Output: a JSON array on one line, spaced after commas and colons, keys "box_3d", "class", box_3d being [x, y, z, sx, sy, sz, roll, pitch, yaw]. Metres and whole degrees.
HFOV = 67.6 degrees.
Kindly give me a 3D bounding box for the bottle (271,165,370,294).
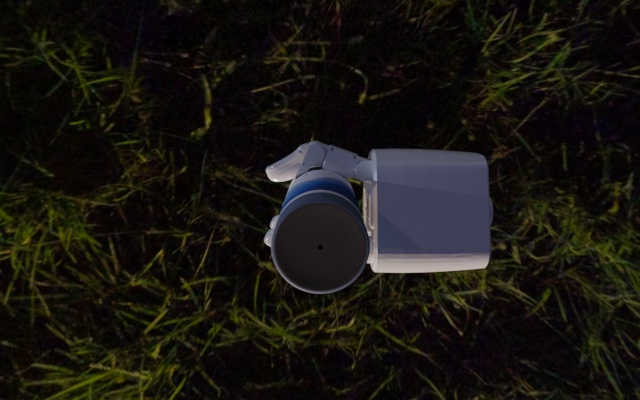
[{"box_3d": [0.000, 0.002, 0.462, 0.069, 0.069, 0.295, 0, 12, 0], "class": "bottle"}]
